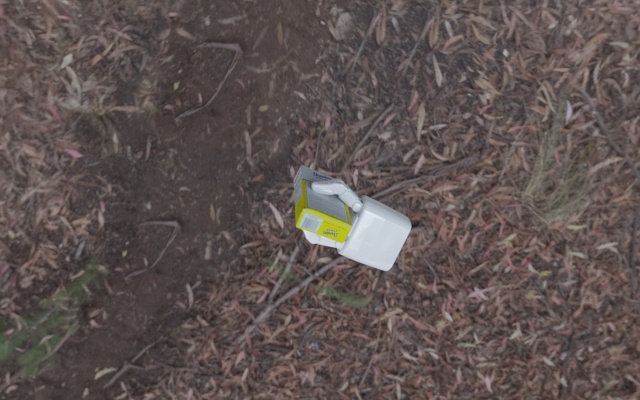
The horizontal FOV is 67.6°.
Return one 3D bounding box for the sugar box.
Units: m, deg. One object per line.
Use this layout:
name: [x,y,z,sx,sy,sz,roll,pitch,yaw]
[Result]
sugar box: [0.000,0.003,0.883,0.093,0.048,0.176,22,22,-15]
